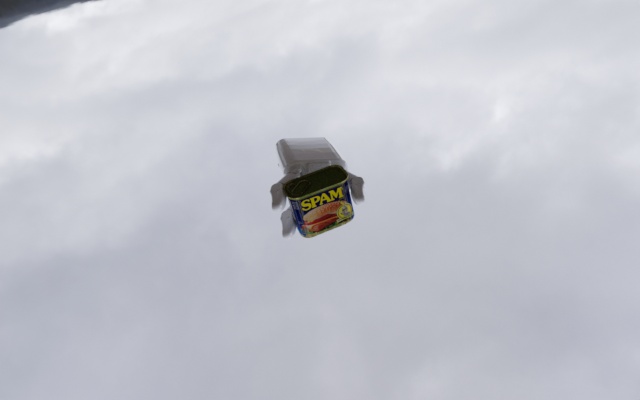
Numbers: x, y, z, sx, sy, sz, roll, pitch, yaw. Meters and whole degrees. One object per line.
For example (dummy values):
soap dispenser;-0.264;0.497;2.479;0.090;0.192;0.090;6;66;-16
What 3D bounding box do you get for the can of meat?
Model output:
can of meat;0.000;0.003;0.766;0.102;0.084;0.057;-21;35;-9
